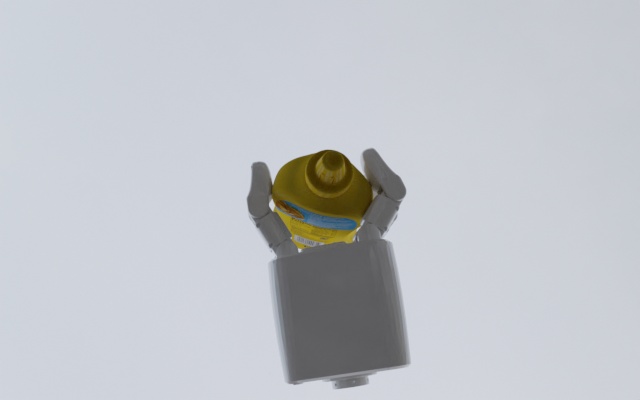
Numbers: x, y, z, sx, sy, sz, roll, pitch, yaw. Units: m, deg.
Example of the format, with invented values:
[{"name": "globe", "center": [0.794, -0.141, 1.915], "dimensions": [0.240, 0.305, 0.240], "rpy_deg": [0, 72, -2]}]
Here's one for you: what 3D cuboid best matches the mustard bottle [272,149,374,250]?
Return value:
[{"name": "mustard bottle", "center": [0.000, 0.001, 0.468], "dimensions": [0.096, 0.058, 0.192], "rpy_deg": [17, -21, 0]}]
